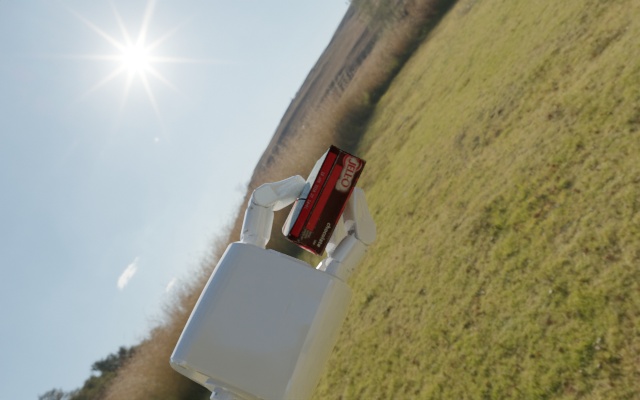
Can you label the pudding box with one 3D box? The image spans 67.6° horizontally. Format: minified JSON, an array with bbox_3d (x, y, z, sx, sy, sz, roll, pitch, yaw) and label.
[{"bbox_3d":[0.000,0.001,0.449,0.039,0.090,0.113,27,-4,-6],"label":"pudding box"}]
